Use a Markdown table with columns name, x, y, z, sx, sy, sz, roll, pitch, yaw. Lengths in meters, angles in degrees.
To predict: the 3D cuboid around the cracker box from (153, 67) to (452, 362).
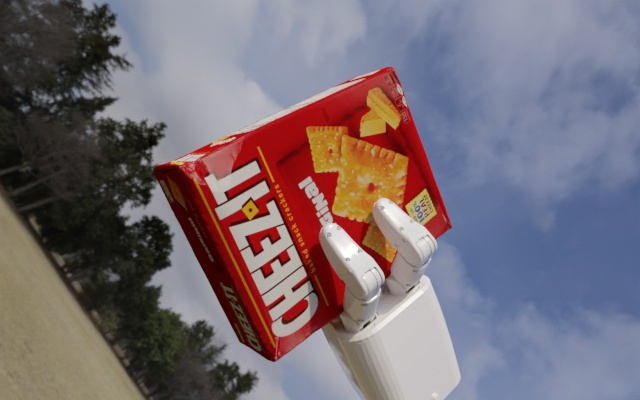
| name | x | y | z | sx | sy | sz | roll | pitch | yaw |
| --- | --- | --- | --- | --- | --- | --- | --- | --- | --- |
| cracker box | 0.000 | 0.001 | 0.404 | 0.213 | 0.164 | 0.072 | -31 | 17 | -29 |
